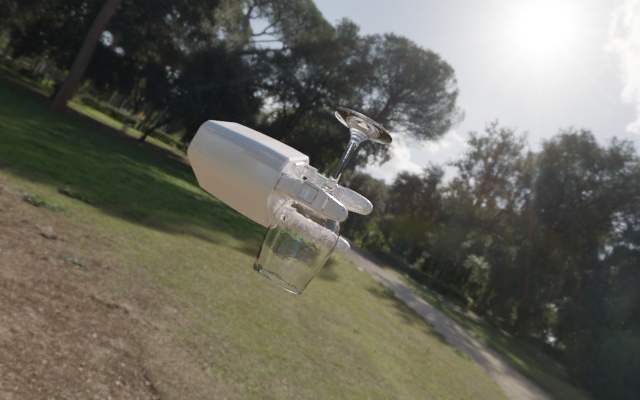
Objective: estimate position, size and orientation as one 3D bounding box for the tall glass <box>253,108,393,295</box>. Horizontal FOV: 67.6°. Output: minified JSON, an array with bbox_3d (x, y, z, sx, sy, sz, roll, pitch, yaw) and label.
[{"bbox_3d":[0.001,0.001,0.532,0.079,0.201,0.079,29,-5,3],"label":"tall glass"}]
